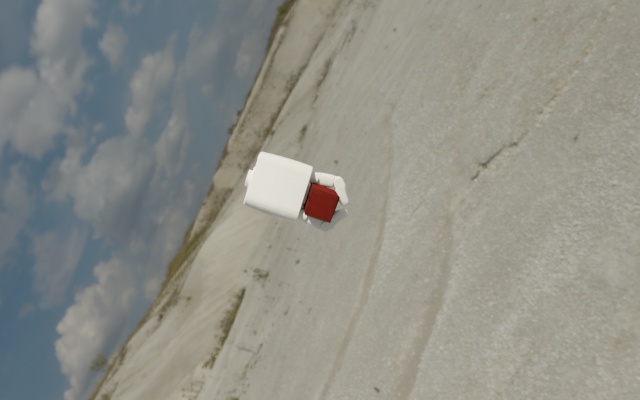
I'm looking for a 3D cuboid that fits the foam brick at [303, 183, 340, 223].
[{"bbox_3d":[0.000,0.003,0.889,0.051,0.053,0.078,19,8,-7],"label":"foam brick"}]
